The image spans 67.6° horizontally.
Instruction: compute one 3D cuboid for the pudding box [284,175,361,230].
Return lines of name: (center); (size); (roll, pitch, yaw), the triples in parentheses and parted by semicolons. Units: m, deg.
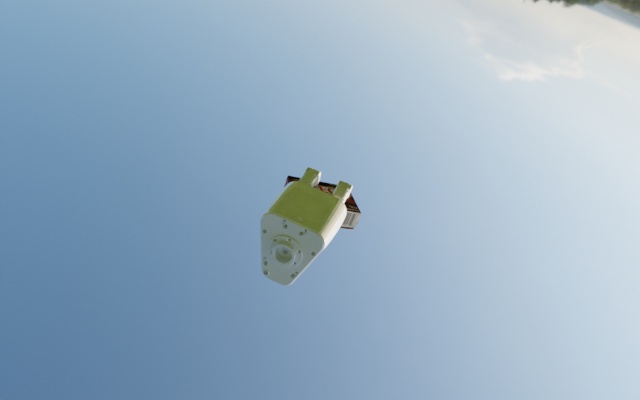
pudding box: (0.000, 0.003, 0.781); (0.113, 0.039, 0.090); (12, 28, -19)
